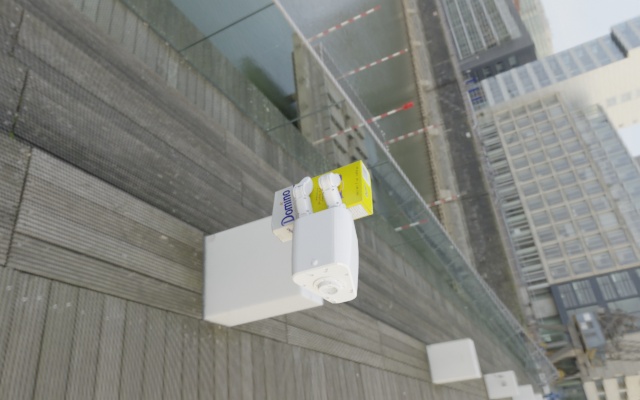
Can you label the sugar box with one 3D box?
[{"bbox_3d":[0.000,0.002,0.818,0.176,0.093,0.048,-18,-44,21],"label":"sugar box"}]
